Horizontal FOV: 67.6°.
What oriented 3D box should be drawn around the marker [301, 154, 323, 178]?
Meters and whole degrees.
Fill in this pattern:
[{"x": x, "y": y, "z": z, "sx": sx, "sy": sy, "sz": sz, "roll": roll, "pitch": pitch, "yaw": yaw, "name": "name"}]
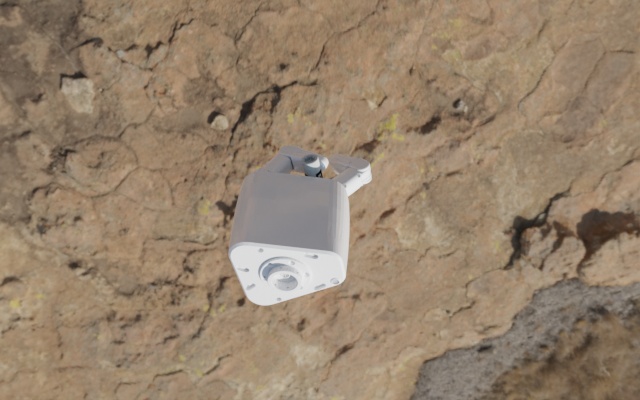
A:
[{"x": 0.000, "y": 0.002, "z": 0.541, "sx": 0.020, "sy": 0.121, "sz": 0.020, "roll": -9, "pitch": 39, "yaw": 7, "name": "marker"}]
